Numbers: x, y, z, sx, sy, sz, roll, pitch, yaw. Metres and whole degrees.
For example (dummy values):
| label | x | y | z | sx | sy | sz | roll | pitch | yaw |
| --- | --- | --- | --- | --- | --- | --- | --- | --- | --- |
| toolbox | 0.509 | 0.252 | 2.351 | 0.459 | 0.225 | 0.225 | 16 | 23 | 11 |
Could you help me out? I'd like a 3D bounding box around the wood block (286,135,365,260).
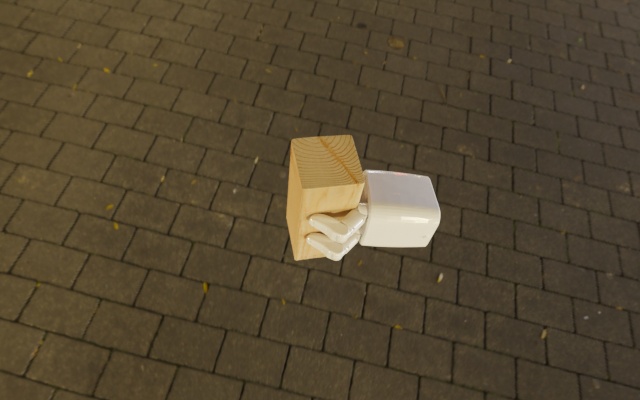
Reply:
| label | x | y | z | sx | sy | sz | roll | pitch | yaw |
| --- | --- | --- | --- | --- | --- | --- | --- | --- | --- |
| wood block | 0.000 | 0.002 | 0.741 | 0.090 | 0.090 | 0.206 | -6 | -33 | -11 |
